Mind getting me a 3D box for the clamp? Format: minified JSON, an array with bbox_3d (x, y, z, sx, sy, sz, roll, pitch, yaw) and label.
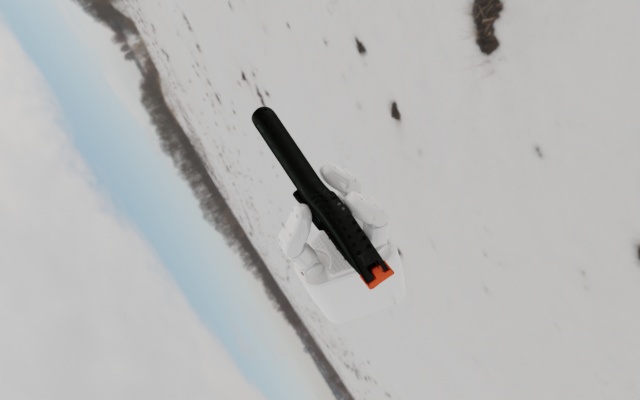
[{"bbox_3d":[0.000,0.003,0.494,0.036,0.210,0.165,-35,-41,-5],"label":"clamp"}]
